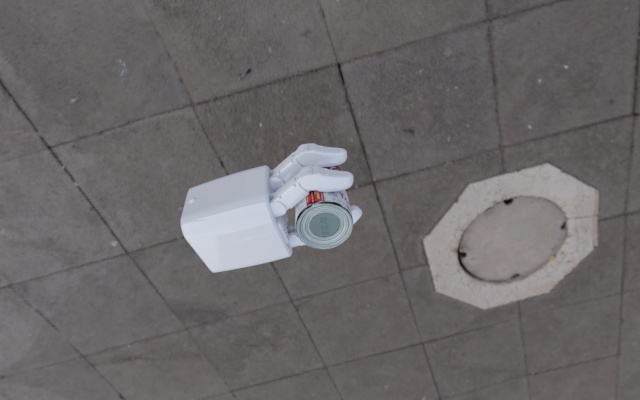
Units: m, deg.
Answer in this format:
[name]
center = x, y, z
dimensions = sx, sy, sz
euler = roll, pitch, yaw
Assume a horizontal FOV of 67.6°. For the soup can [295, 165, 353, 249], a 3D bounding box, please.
[soup can]
center = 0.001, 0.002, 0.578
dimensions = 0.068, 0.068, 0.102
euler = 0, 34, -6
